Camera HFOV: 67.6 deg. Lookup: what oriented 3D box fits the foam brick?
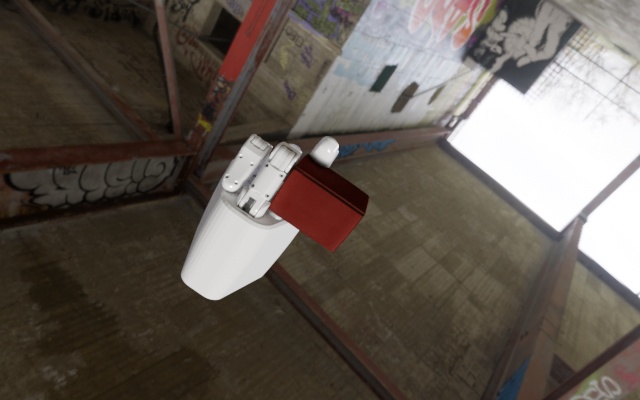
[{"bbox_3d":[0.000,0.002,0.458,0.078,0.051,0.053,35,22,-1],"label":"foam brick"}]
